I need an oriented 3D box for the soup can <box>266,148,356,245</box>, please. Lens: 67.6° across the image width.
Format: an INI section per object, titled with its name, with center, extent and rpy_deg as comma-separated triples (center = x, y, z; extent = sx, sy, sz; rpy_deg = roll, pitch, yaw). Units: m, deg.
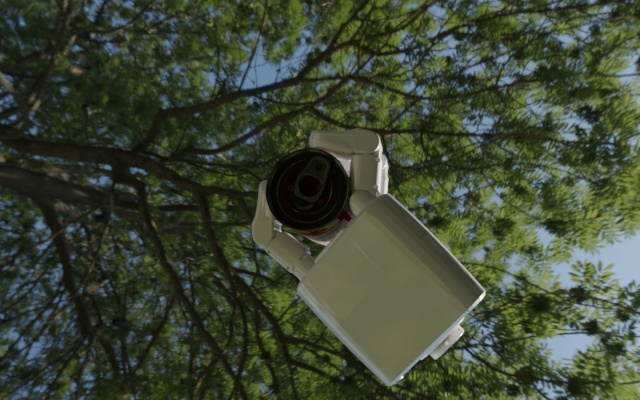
[soup can]
center = 0.000, 0.001, 0.424
extent = 0.068, 0.068, 0.102
rpy_deg = 0, -12, 13
